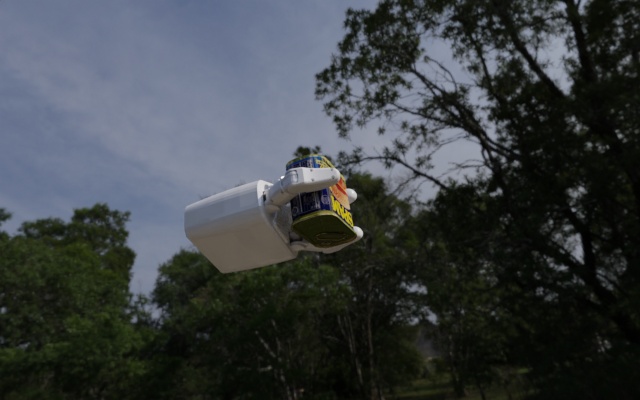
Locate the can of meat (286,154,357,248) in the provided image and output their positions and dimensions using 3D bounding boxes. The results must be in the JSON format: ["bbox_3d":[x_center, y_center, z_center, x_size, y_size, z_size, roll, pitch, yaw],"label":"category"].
[{"bbox_3d":[0.000,0.002,0.585,0.057,0.084,0.102,-18,-28,17],"label":"can of meat"}]
